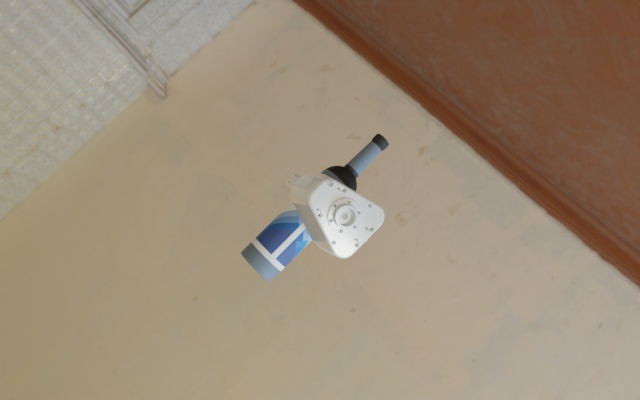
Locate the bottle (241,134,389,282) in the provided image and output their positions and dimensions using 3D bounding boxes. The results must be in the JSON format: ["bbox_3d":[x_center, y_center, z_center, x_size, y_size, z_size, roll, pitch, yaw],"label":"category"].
[{"bbox_3d":[0.000,0.003,0.772,0.069,0.295,0.069,44,-6,6],"label":"bottle"}]
